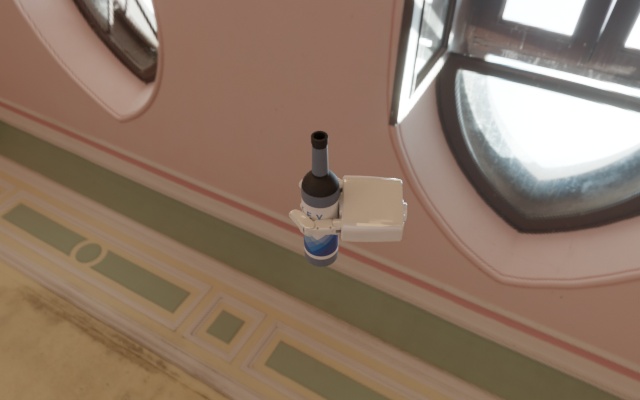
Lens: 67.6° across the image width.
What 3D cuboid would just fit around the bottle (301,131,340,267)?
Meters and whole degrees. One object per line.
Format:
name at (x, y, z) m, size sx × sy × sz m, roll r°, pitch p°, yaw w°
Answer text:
bottle at (0.000, 0.003, 0.845) m, size 0.069 × 0.069 × 0.296 m, roll 0°, pitch -44°, yaw 1°
